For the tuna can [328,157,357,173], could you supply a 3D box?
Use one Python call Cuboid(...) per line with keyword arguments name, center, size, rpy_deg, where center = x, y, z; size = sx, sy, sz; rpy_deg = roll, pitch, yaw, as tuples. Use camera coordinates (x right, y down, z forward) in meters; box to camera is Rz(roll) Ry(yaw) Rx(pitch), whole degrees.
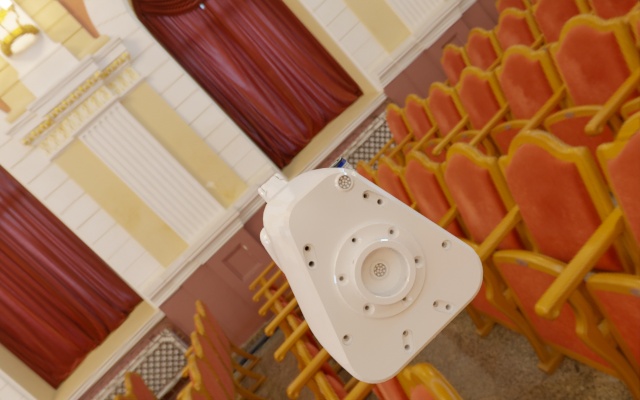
Cuboid(name="tuna can", center=(0.000, 0.001, 0.428), size=(0.086, 0.034, 0.086), rpy_deg=(-44, 4, 4))
